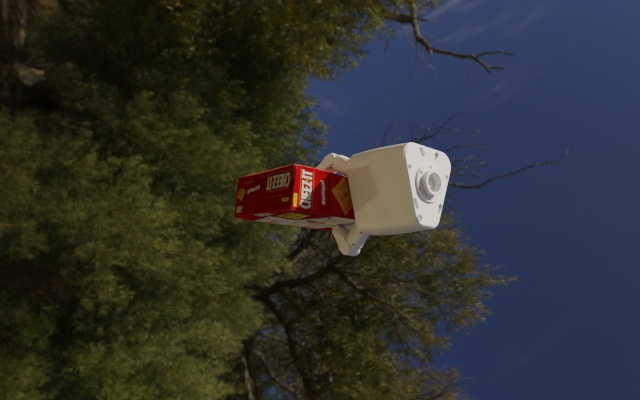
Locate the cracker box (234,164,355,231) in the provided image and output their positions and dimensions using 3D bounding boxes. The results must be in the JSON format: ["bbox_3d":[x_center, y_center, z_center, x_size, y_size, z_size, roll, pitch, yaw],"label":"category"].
[{"bbox_3d":[0.000,0.003,0.740,0.214,0.072,0.164,11,-12,-36],"label":"cracker box"}]
